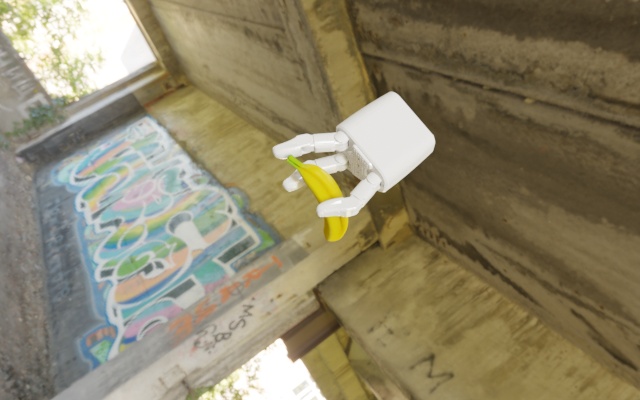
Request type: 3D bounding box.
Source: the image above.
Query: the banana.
[{"bbox_3d":[0.011,0.008,0.724,0.037,0.198,0.069,-41,47,-17],"label":"banana"}]
